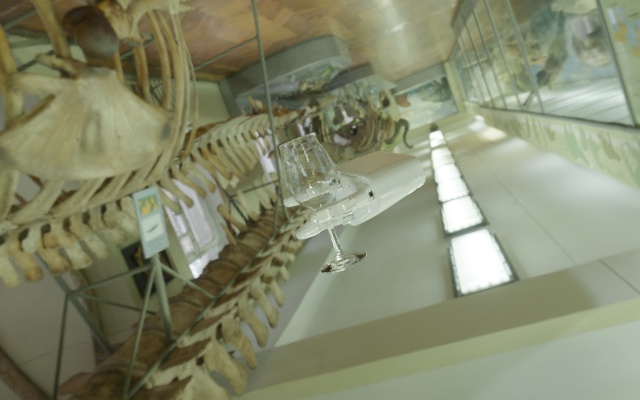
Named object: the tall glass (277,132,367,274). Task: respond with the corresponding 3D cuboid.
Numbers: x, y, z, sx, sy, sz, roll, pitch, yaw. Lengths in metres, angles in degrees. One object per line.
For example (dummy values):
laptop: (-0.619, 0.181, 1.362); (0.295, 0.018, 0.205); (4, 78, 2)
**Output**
tall glass: (0.000, 0.003, 0.713); (0.079, 0.201, 0.079); (-21, 7, 3)
